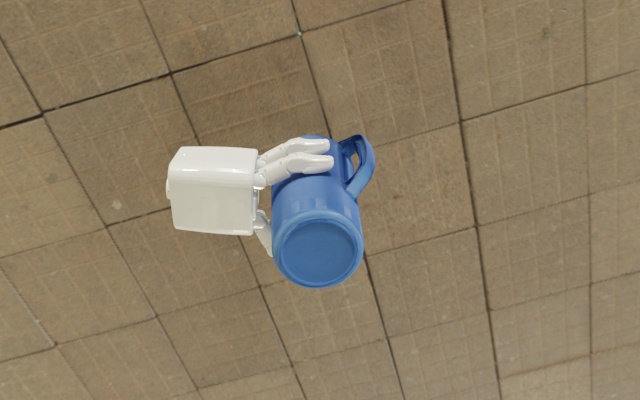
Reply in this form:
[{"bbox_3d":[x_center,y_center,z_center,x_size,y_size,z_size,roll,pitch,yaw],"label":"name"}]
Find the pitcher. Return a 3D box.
[{"bbox_3d":[0.000,0.002,0.651,0.145,0.149,0.242,3,25,-4],"label":"pitcher"}]
